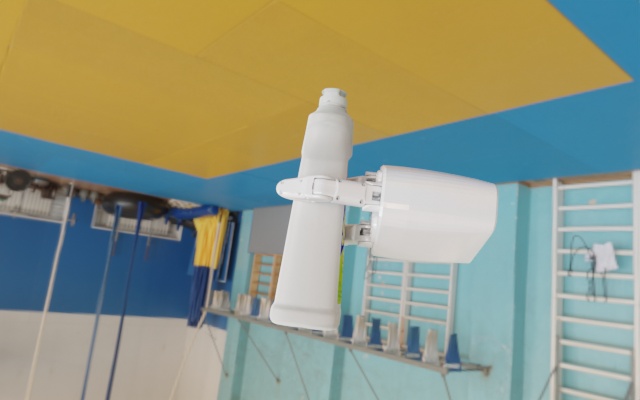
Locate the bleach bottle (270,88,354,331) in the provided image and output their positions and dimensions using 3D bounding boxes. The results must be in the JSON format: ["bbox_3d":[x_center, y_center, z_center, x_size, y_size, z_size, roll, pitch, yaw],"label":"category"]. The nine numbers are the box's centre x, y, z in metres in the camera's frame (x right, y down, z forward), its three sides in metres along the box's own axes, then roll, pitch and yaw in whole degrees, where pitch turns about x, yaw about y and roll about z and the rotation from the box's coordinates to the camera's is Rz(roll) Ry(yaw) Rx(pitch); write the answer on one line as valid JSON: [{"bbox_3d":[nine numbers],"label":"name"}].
[{"bbox_3d":[0.000,0.002,0.500,0.068,0.250,0.102,6,-10,3],"label":"bleach bottle"}]
